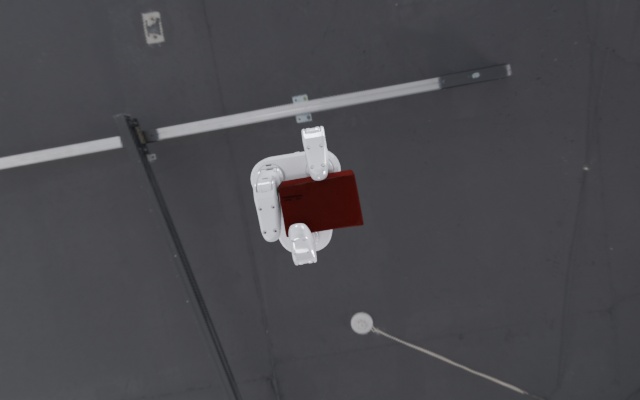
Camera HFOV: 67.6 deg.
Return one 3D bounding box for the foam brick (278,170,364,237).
[{"bbox_3d":[0.000,0.002,0.484,0.078,0.053,0.051,-9,8,2],"label":"foam brick"}]
